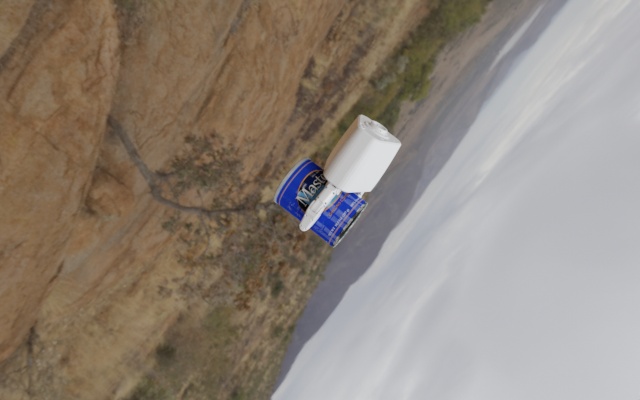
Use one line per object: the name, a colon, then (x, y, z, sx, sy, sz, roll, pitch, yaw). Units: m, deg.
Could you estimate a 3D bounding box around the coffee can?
coffee can: (0.000, 0.003, 0.870, 0.140, 0.103, 0.103, 38, 6, 9)
